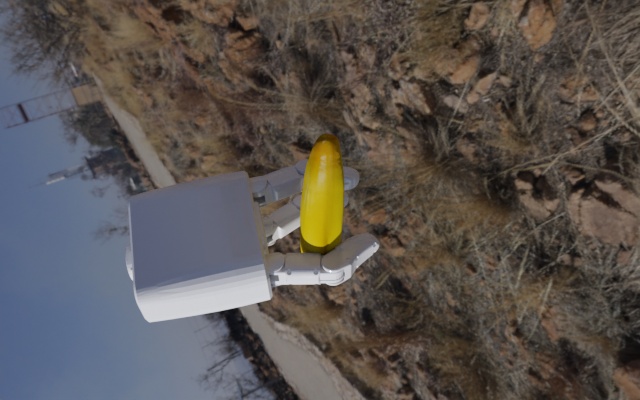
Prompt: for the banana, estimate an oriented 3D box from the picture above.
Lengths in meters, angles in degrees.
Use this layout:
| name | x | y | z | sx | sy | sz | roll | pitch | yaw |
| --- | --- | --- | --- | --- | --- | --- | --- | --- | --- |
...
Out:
| name | x | y | z | sx | sy | sz | roll | pitch | yaw |
| --- | --- | --- | --- | --- | --- | --- | --- | --- | --- |
| banana | 0.000 | 0.020 | 0.427 | 0.037 | 0.069 | 0.198 | 0 | -25 | 0 |
